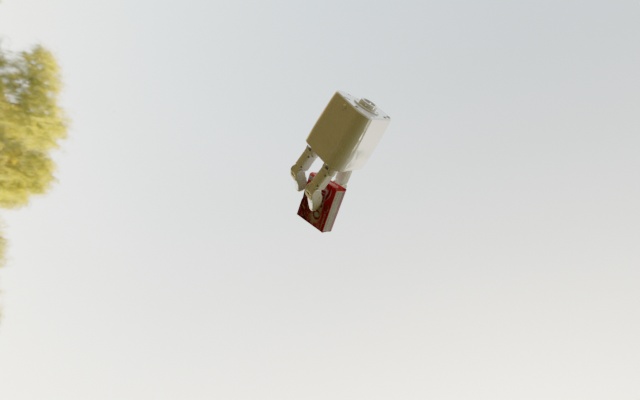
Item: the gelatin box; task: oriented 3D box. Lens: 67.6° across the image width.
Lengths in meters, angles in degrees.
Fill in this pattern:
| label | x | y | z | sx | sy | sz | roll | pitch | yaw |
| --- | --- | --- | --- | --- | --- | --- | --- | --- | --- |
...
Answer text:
| label | x | y | z | sx | sy | sz | roll | pitch | yaw |
| --- | --- | --- | --- | --- | --- | --- | --- | --- | --- |
| gelatin box | 0.000 | 0.003 | 0.870 | 0.030 | 0.089 | 0.073 | -2 | 28 | -47 |
